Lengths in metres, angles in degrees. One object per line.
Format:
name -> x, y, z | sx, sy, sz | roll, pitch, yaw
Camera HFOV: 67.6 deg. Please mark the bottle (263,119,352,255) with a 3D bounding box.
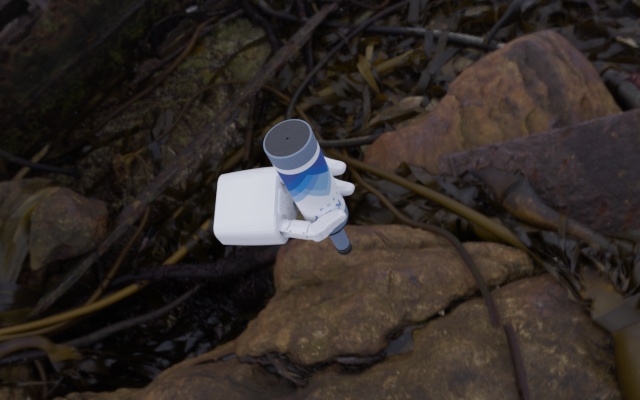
bottle -> 0.000, 0.002, 0.724 | 0.069, 0.069, 0.296 | 0, -34, 20
